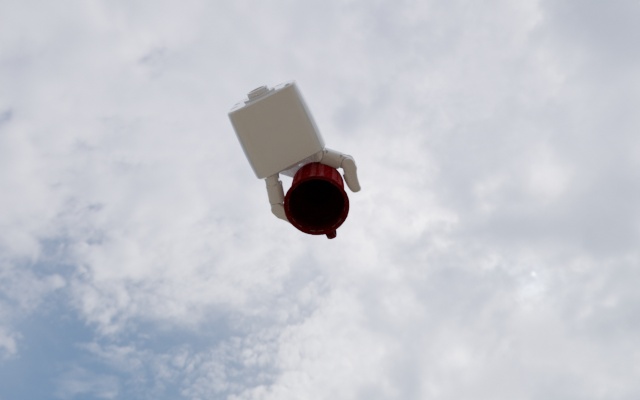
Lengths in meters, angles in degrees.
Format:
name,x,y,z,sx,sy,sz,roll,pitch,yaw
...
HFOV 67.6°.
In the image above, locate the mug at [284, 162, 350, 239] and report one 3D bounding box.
name,x,y,z,sx,sy,sz,roll,pitch,yaw
mug,0.001,0.003,0.709,0.093,0.117,0.081,-21,22,10
